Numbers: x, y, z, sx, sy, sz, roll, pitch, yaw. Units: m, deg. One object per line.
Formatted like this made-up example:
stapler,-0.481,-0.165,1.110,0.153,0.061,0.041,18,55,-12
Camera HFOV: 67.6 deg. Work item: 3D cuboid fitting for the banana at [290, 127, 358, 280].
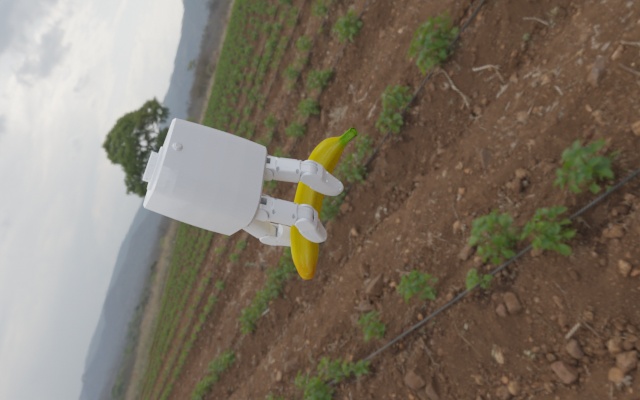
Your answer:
banana,-0.008,0.000,0.601,0.037,0.197,0.069,21,-13,-25
